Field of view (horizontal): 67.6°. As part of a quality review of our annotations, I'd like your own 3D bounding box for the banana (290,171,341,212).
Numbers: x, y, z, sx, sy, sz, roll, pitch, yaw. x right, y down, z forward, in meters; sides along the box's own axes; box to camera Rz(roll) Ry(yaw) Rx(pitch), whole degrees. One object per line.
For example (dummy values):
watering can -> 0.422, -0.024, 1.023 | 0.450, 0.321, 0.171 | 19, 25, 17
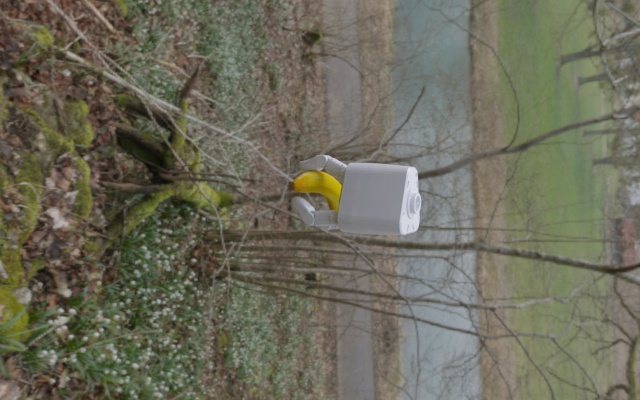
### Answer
banana -> 0.007, -0.013, 0.850 | 0.037, 0.069, 0.198 | 10, -18, 28
